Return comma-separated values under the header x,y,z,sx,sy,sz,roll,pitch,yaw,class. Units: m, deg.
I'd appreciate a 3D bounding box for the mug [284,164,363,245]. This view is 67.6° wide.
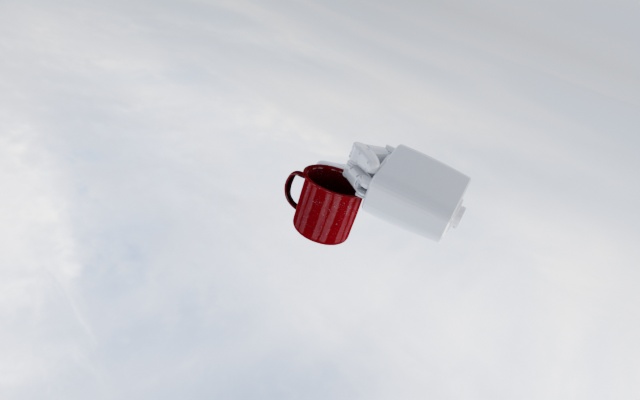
x,y,z,sx,sy,sz,roll,pitch,yaw,class
-0.001,0.002,0.653,0.117,0.081,0.093,26,26,17,mug
